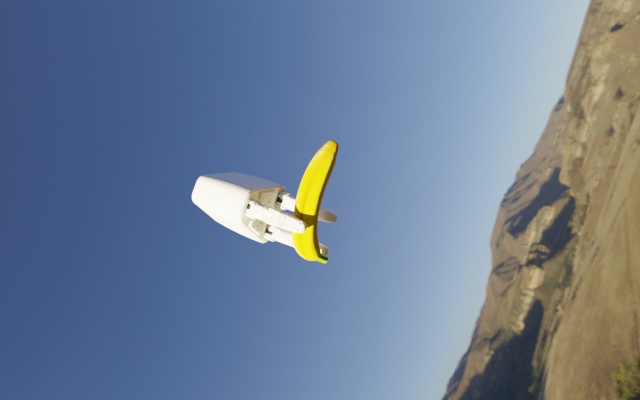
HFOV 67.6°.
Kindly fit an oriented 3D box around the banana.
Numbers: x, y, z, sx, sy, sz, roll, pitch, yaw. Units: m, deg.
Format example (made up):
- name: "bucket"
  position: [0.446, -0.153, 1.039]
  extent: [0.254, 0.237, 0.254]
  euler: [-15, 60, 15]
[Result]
- name: "banana"
  position: [-0.011, 0.010, 0.704]
  extent: [0.037, 0.198, 0.069]
  euler: [19, 24, 30]
